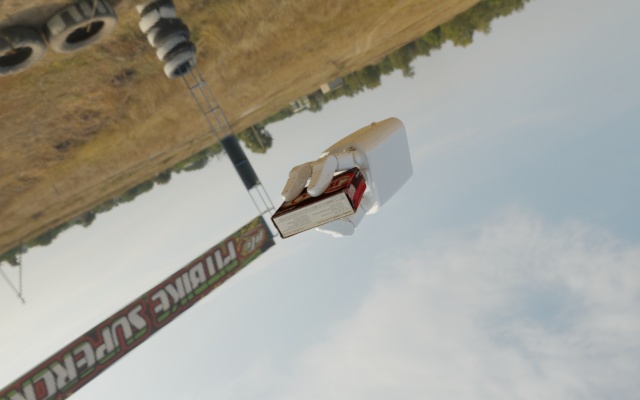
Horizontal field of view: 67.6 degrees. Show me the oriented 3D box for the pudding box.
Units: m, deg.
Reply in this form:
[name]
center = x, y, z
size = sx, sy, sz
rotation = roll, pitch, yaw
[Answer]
[pudding box]
center = 0.000, 0.002, 0.637
size = 0.113, 0.039, 0.090
rotation = -23, 14, 22
